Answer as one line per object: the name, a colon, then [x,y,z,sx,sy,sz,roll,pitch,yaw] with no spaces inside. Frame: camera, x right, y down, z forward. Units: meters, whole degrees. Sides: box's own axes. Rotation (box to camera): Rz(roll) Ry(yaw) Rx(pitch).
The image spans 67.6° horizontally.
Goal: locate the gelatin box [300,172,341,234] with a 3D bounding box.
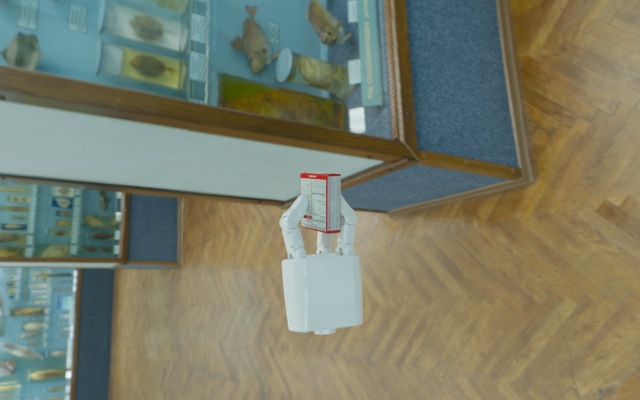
gelatin box: [0.000,0.002,0.728,0.030,0.089,0.073,-5,7,-34]
